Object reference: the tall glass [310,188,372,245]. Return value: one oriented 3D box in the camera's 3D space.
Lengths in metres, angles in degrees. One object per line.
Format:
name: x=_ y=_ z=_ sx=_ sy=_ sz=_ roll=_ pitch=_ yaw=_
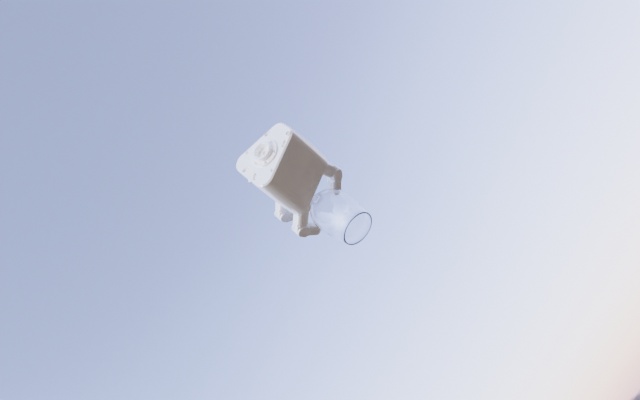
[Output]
tall glass: x=0.000 y=0.002 z=0.845 sx=0.079 sy=0.079 sz=0.201 roll=0 pitch=26 yaw=-44
